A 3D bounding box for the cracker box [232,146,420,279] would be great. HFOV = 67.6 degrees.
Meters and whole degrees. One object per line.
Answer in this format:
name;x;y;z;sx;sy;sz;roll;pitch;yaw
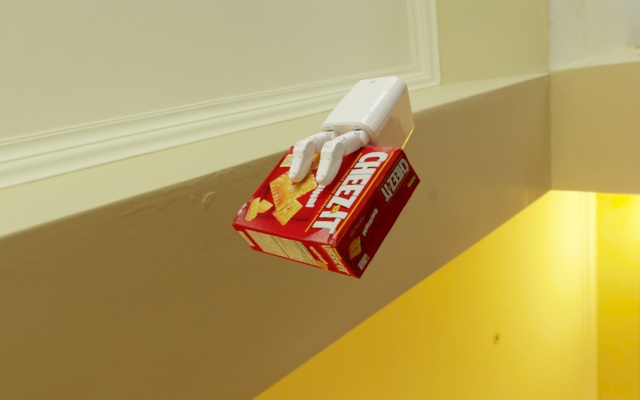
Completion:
cracker box;0.000;0.002;0.648;0.213;0.164;0.072;7;-37;46
